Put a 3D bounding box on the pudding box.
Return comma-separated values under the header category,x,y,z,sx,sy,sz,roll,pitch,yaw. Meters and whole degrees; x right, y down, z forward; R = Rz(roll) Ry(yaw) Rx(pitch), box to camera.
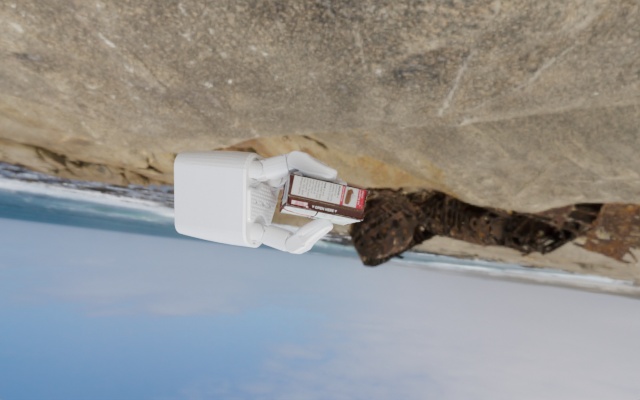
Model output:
category,x,y,z,sx,sy,sz,roll,pitch,yaw
pudding box,0.000,0.002,0.563,0.090,0.039,0.113,11,-5,-7
